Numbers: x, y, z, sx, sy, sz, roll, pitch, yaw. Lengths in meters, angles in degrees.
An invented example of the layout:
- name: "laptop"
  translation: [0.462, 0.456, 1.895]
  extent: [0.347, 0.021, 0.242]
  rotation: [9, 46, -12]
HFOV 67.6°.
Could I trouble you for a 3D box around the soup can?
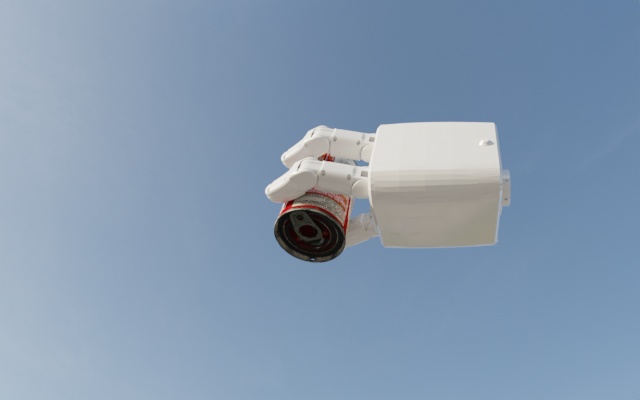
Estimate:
- name: "soup can"
  translation: [0.000, 0.001, 0.476]
  extent: [0.068, 0.069, 0.102]
  rotation: [0, 40, 16]
